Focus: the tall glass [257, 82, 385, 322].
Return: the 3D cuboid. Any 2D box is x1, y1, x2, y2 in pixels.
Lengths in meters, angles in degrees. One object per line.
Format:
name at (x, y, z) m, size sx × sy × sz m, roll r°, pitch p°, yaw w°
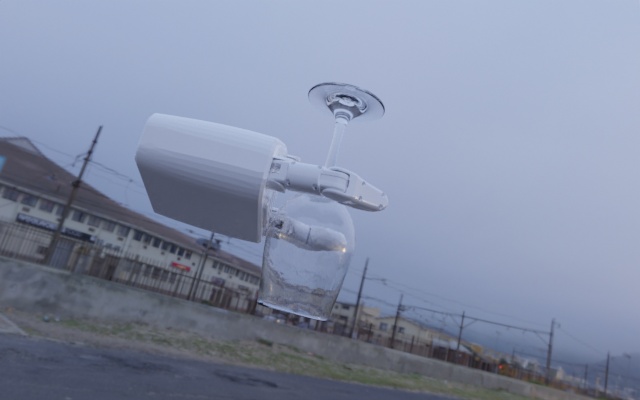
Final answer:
tall glass at (0.000, 0.001, 0.425) m, size 0.079 × 0.201 × 0.079 m, roll 13°, pitch -14°, yaw 3°
